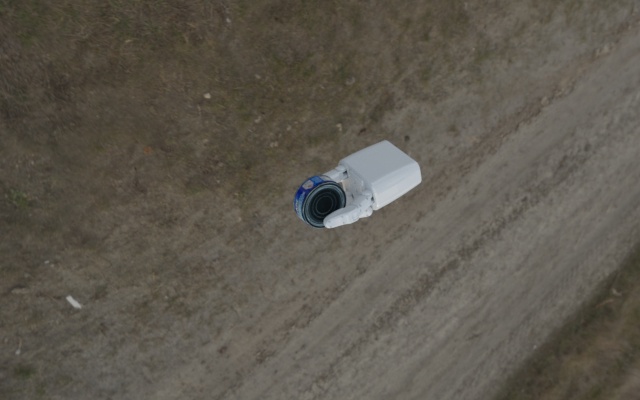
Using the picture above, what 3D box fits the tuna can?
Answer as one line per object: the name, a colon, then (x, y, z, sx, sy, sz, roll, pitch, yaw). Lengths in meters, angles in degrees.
tuna can: (0.000, 0.003, 0.793, 0.086, 0.086, 0.033, 0, 22, -31)
